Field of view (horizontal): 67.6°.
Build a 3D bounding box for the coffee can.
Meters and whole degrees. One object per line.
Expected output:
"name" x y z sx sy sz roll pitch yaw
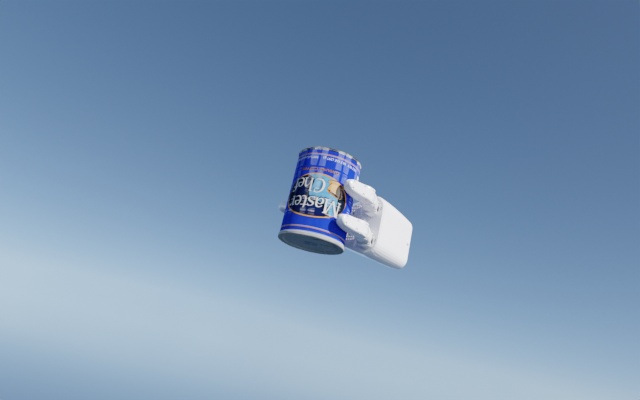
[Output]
"coffee can" 0.000 0.002 0.741 0.103 0.140 0.103 12 -18 4
